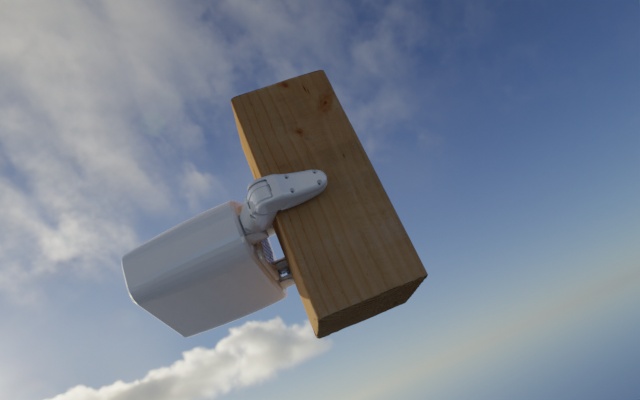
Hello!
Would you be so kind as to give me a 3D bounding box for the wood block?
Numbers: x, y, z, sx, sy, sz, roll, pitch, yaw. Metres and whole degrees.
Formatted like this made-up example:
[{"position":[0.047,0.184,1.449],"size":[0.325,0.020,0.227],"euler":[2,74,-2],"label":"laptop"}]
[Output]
[{"position":[0.000,0.001,0.421],"size":[0.090,0.206,0.091],"euler":[-20,-23,-10],"label":"wood block"}]
